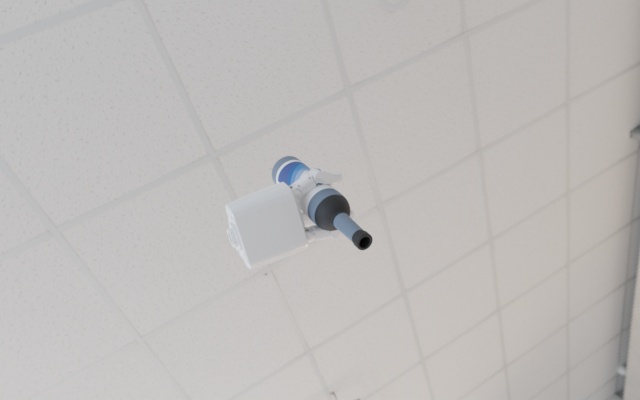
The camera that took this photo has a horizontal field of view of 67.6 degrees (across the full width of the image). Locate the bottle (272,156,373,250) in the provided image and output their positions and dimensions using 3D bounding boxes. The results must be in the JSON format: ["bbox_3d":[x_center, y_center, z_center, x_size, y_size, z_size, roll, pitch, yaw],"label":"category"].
[{"bbox_3d":[0.000,0.003,0.816,0.069,0.069,0.295,0,24,-29],"label":"bottle"}]
